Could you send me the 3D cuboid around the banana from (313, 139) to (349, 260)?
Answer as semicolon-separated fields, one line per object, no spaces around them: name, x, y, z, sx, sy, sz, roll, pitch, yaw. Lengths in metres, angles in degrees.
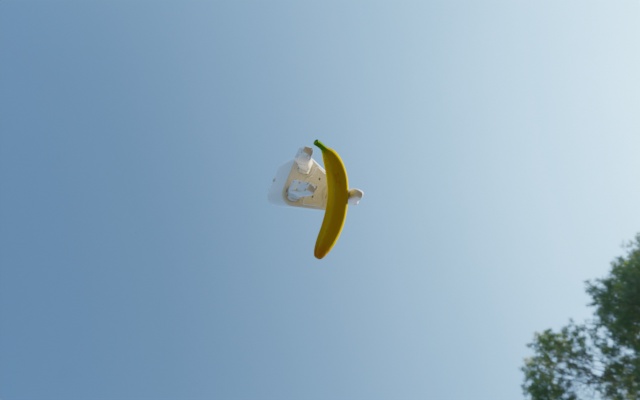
banana;0.017;-0.001;0.806;0.069;0.198;0.037;-1;-1;-27
